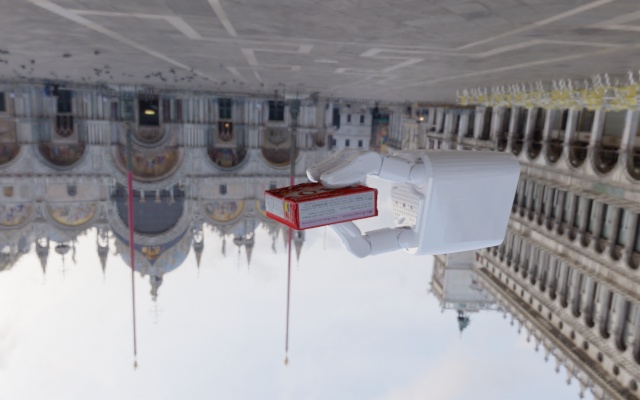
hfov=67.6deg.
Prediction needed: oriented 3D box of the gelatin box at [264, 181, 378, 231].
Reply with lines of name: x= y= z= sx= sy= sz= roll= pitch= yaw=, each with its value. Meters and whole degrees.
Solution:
gelatin box: x=0.000 y=0.002 z=0.463 sx=0.089 sy=0.030 sz=0.073 roll=-10 pitch=14 yaw=-27
